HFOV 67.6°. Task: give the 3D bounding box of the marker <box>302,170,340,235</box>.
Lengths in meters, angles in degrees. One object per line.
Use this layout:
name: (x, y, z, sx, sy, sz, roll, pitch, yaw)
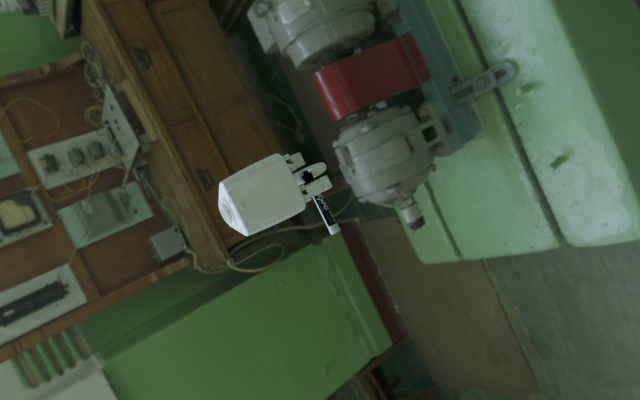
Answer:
marker: (0.000, 0.003, 0.842, 0.020, 0.121, 0.020, -27, 2, 1)
